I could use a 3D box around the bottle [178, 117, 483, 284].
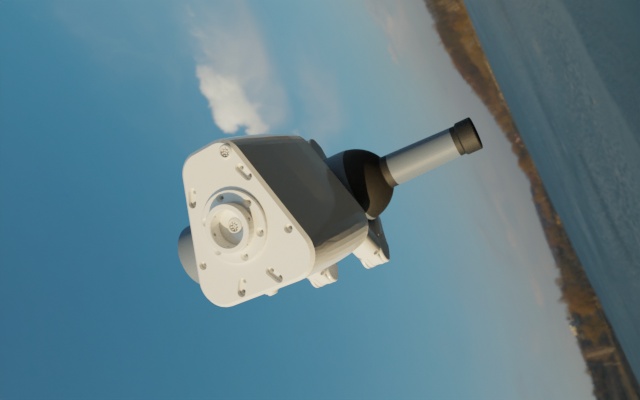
[{"bbox_3d":[0.000,0.001,0.436,0.296,0.069,0.069,-24,-10,23],"label":"bottle"}]
